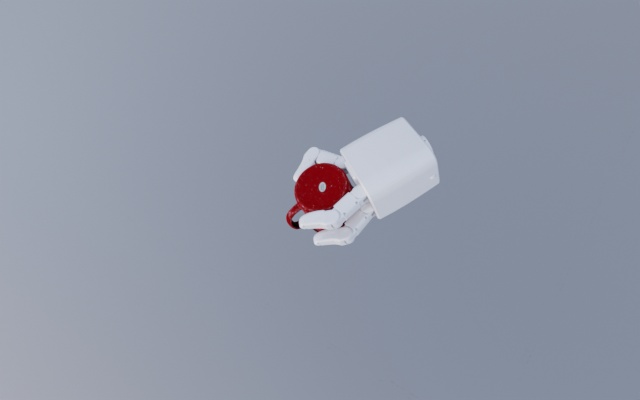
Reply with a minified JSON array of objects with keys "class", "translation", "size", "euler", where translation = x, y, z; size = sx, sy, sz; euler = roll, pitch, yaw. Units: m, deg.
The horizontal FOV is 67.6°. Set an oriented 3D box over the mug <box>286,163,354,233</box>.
[{"class":"mug","translation":[-0.001,0.003,0.712],"size":[0.117,0.093,0.081],"euler":[-30,-30,2]}]
